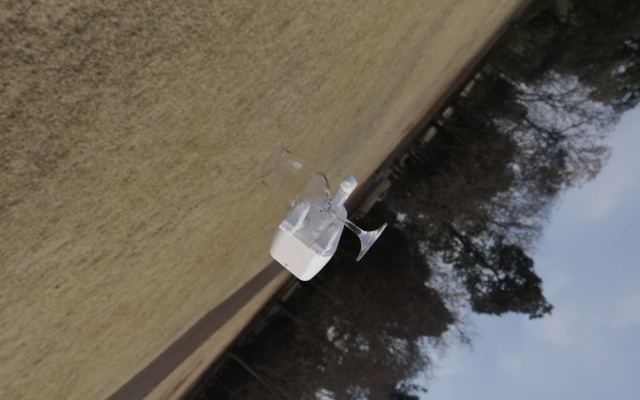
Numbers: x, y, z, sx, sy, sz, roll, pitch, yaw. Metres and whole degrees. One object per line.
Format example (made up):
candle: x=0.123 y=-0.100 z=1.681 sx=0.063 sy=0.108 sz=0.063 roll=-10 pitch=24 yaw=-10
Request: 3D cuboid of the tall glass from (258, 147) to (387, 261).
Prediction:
tall glass: x=0.001 y=0.003 z=0.732 sx=0.201 sy=0.079 sz=0.079 roll=38 pitch=4 yaw=5
